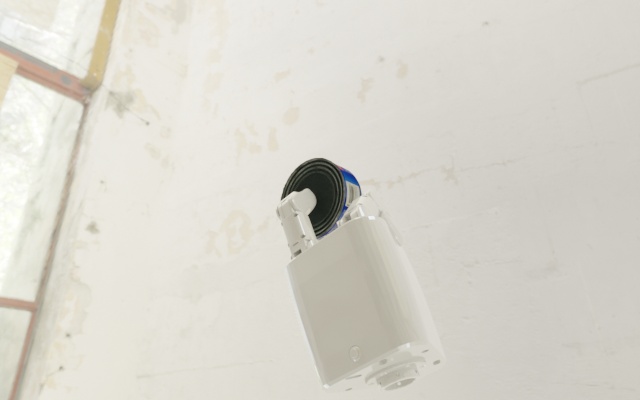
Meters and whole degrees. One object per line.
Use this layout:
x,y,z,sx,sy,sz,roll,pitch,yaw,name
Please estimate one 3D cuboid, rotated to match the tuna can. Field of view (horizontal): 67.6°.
0.000,0.002,0.492,0.086,0.086,0.034,0,-14,41,tuna can
